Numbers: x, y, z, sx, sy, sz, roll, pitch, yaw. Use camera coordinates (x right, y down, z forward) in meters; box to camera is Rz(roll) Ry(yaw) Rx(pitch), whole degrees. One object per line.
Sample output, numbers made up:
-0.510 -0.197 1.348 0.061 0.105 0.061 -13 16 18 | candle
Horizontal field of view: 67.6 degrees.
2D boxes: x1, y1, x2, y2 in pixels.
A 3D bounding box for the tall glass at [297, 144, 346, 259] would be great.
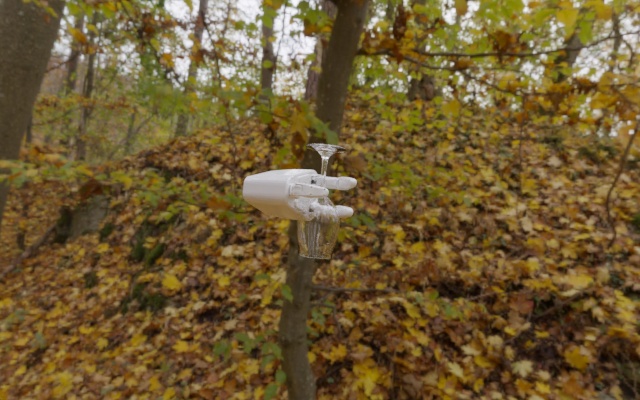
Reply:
0.000 0.002 0.866 0.079 0.201 0.079 6 -3 0 | tall glass
